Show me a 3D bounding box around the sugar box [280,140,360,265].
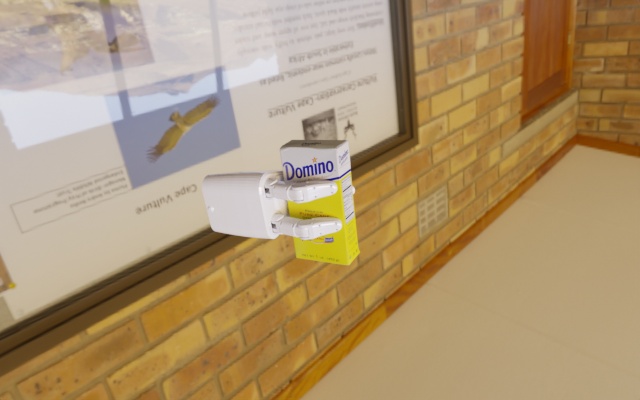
[{"bbox_3d":[0.000,0.003,0.687,0.093,0.176,0.048,4,26,28],"label":"sugar box"}]
